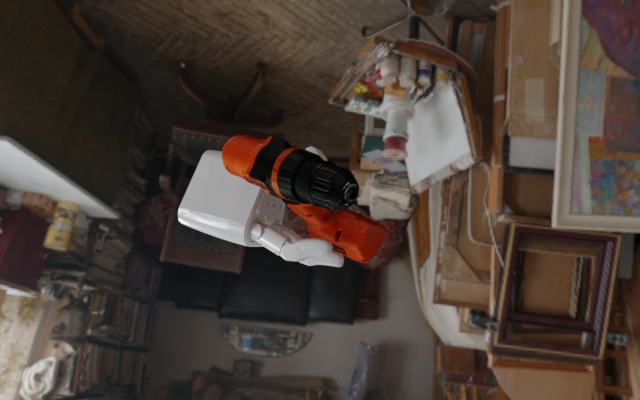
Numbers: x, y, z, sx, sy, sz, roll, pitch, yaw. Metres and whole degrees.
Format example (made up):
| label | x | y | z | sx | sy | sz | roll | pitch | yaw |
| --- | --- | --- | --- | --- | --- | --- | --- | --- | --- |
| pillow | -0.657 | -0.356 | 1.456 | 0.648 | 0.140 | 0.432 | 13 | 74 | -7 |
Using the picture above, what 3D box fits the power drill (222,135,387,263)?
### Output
| label | x | y | z | sx | sy | sz | roll | pitch | yaw |
| --- | --- | --- | --- | --- | --- | --- | --- | --- | --- |
| power drill | 0.000 | 0.002 | 0.526 | 0.184 | 0.057 | 0.188 | 23 | -15 | 43 |
